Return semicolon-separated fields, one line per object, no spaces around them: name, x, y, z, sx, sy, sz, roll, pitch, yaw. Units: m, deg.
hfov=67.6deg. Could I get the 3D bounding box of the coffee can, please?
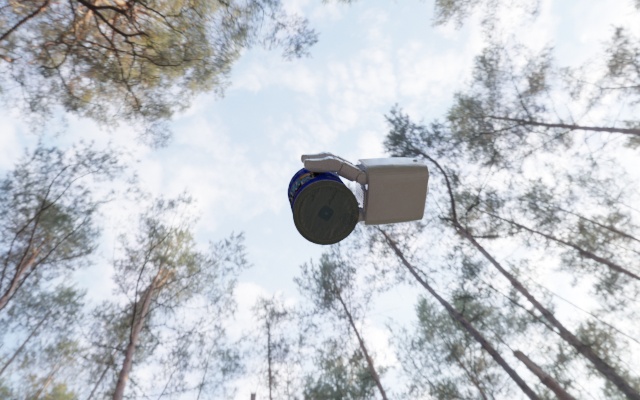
coffee can;0.000;0.003;0.788;0.103;0.103;0.140;0;15;-8
